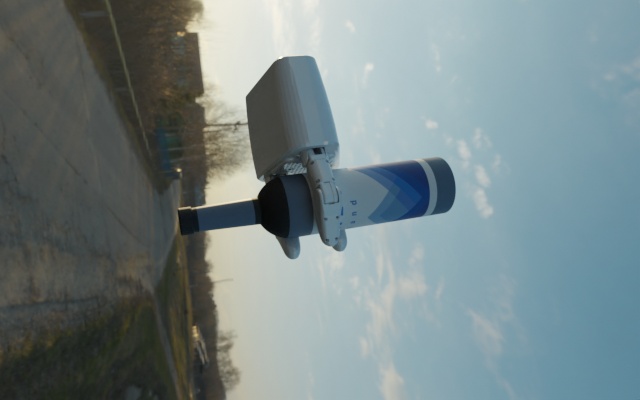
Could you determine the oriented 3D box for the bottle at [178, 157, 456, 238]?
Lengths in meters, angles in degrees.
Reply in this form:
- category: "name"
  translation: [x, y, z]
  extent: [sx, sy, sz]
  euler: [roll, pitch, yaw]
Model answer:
- category: "bottle"
  translation: [0.000, 0.002, 0.514]
  extent: [0.295, 0.069, 0.069]
  euler: [-8, 2, -17]
